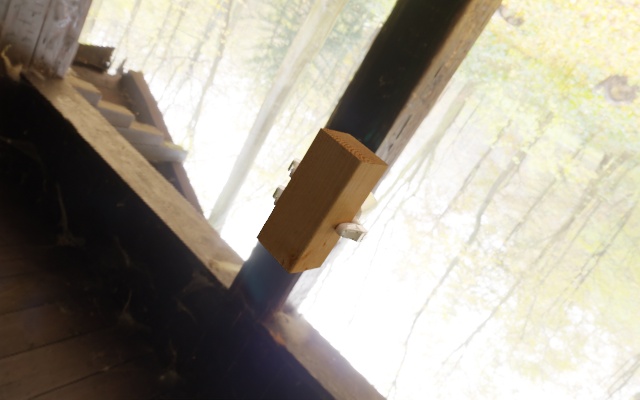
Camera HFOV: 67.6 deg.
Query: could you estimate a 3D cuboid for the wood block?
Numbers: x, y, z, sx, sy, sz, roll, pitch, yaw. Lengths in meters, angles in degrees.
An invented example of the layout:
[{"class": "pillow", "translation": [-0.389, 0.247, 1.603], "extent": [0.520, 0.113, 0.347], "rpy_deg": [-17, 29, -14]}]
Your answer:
[{"class": "wood block", "translation": [0.000, 0.003, 0.740], "extent": [0.090, 0.206, 0.090], "rpy_deg": [42, 22, 27]}]
